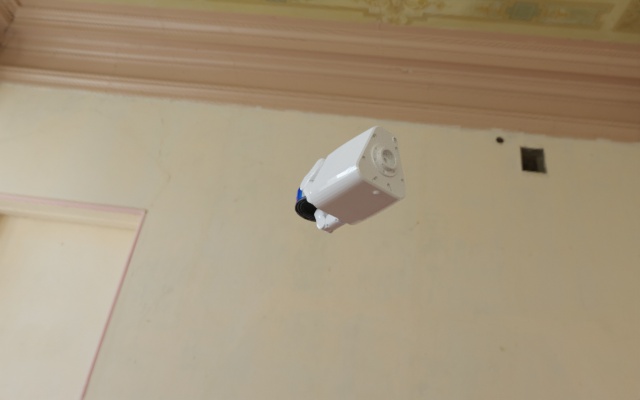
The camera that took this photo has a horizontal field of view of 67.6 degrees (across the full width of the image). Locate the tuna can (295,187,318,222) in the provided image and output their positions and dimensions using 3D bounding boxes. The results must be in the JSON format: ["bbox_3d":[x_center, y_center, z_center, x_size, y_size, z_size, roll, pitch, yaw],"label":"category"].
[{"bbox_3d":[0.000,0.002,0.813,0.086,0.033,0.086,3,-32,2],"label":"tuna can"}]
